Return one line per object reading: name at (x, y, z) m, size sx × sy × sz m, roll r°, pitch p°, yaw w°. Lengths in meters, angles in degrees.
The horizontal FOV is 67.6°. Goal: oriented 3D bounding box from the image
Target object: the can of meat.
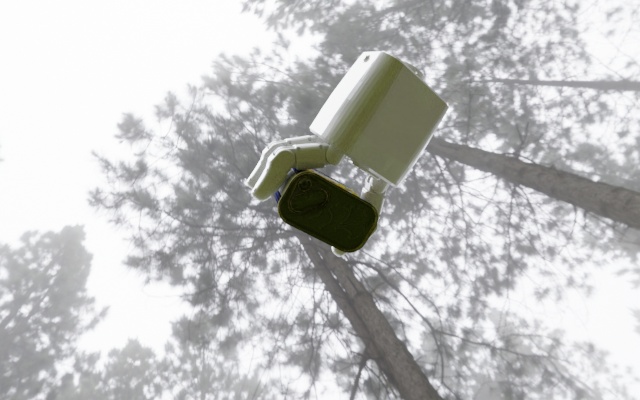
can of meat at (0.000, 0.002, 0.510) m, size 0.102 × 0.057 × 0.084 m, roll 28°, pitch 9°, yaw -19°
